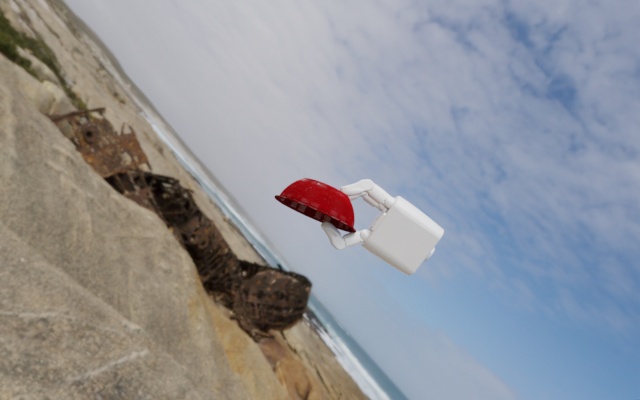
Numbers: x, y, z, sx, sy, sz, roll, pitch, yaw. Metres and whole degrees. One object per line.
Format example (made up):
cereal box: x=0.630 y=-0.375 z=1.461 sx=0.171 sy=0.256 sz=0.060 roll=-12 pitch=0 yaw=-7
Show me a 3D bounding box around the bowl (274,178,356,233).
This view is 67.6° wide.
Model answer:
bowl: x=-0.001 y=0.002 z=0.867 sx=0.162 sy=0.055 sz=0.162 roll=23 pitch=-8 yaw=3
